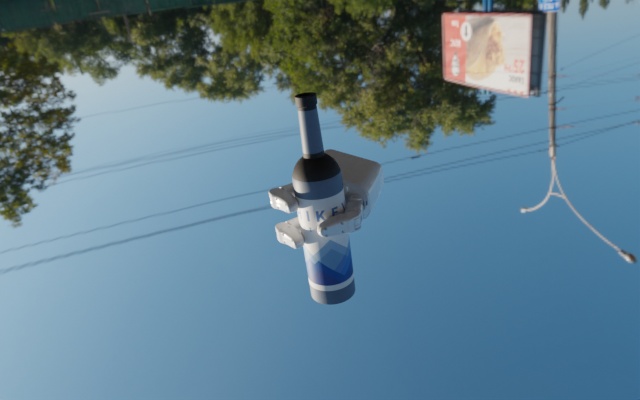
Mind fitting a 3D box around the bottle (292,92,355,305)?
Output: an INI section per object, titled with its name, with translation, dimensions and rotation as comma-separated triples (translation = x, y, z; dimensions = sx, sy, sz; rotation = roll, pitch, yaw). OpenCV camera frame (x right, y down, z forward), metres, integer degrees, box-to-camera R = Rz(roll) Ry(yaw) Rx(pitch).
[bottle]
translation = 0.000, 0.002, 0.650
dimensions = 0.069, 0.296, 0.069
rotation = -7, 24, 3
